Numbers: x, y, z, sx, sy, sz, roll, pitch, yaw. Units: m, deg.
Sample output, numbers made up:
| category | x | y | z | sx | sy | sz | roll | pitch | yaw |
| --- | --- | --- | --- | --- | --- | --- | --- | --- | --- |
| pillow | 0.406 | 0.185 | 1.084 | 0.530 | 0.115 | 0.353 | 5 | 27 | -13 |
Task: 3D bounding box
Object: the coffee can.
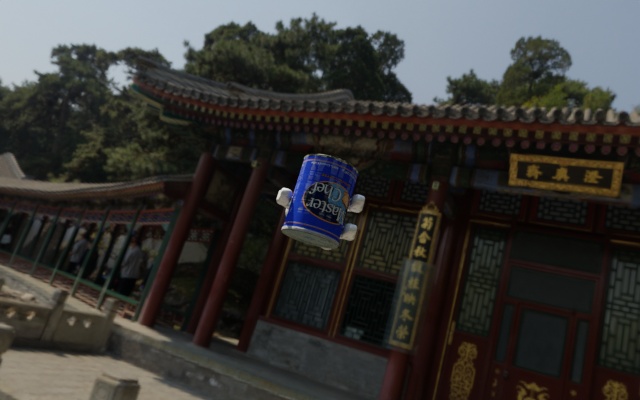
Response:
| category | x | y | z | sx | sy | sz | roll | pitch | yaw |
| --- | --- | --- | --- | --- | --- | --- | --- | --- | --- |
| coffee can | 0.000 | 0.003 | 0.844 | 0.103 | 0.140 | 0.103 | 16 | -14 | 4 |
